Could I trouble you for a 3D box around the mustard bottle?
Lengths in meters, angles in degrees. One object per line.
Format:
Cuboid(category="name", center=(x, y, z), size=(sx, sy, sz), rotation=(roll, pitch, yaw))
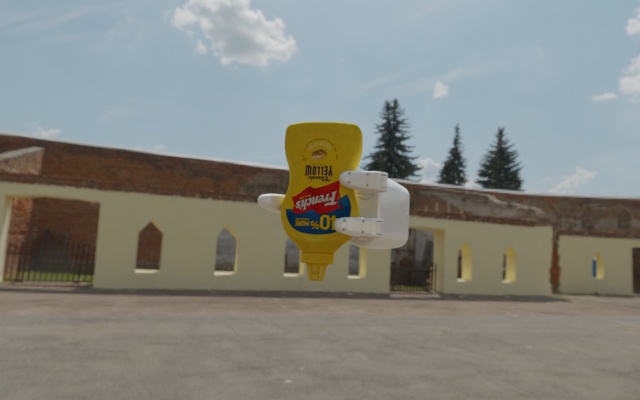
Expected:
Cuboid(category="mustard bottle", center=(0.000, 0.002, 0.589), size=(0.096, 0.191, 0.058), rotation=(2, -7, 9))
